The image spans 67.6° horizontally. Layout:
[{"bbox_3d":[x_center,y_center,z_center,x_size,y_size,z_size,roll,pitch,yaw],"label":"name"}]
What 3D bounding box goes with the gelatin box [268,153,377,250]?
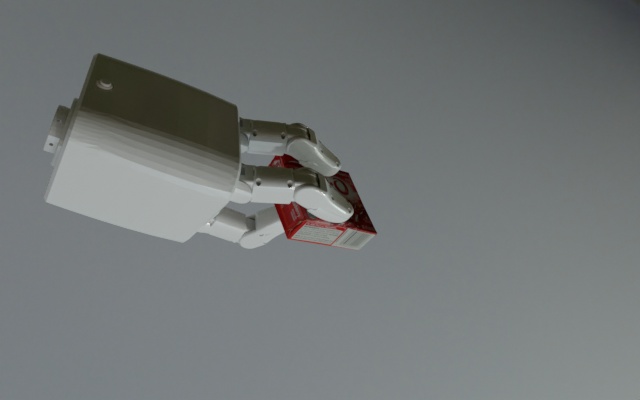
[{"bbox_3d":[0.000,0.002,0.414,0.089,0.073,0.030,14,-48,-43],"label":"gelatin box"}]
